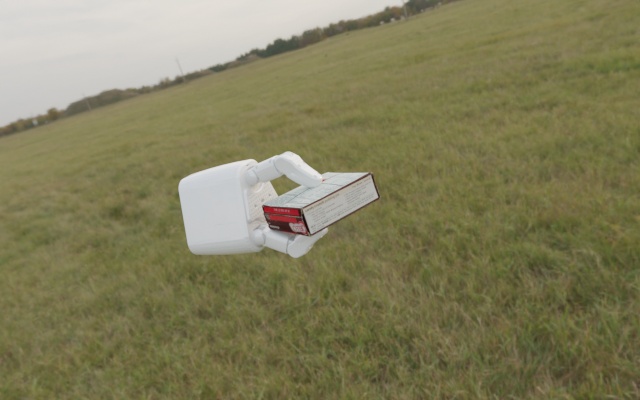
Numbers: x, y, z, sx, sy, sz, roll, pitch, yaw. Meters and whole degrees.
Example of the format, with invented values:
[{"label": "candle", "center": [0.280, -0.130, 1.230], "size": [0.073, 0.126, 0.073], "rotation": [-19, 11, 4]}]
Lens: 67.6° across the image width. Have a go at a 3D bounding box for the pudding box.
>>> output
[{"label": "pudding box", "center": [0.000, 0.002, 0.570], "size": [0.113, 0.039, 0.090], "rotation": [-29, 19, -30]}]
